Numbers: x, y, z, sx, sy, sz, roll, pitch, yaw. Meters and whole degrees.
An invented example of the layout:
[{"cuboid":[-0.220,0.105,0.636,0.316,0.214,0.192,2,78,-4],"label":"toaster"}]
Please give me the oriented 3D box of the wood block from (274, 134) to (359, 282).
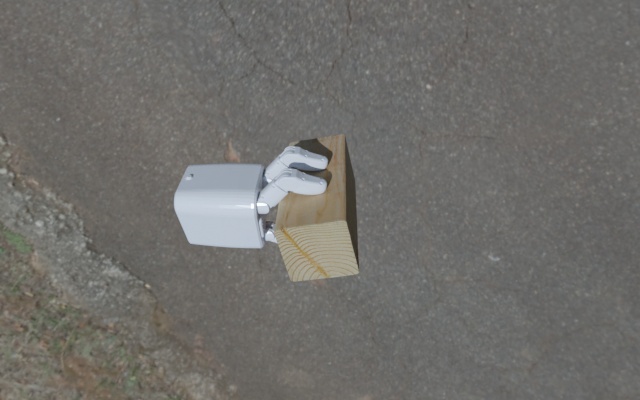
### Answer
[{"cuboid":[0.000,0.003,0.658,0.090,0.091,0.206,-8,36,9],"label":"wood block"}]
